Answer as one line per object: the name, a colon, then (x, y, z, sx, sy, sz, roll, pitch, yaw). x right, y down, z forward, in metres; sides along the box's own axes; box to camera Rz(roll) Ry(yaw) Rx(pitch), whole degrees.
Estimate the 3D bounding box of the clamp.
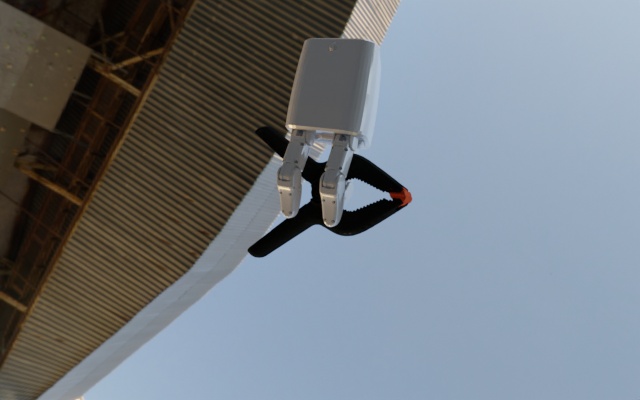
clamp: (0.001, 0.002, 0.563, 0.210, 0.164, 0.036, 10, 2, 27)
